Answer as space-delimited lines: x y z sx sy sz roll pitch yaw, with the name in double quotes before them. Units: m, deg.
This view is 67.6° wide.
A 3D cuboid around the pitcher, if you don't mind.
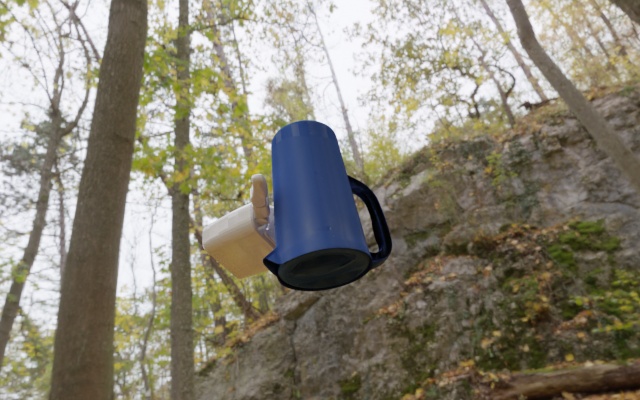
"pitcher" 0.000 0.002 0.713 0.145 0.242 0.149 -25 -36 23
